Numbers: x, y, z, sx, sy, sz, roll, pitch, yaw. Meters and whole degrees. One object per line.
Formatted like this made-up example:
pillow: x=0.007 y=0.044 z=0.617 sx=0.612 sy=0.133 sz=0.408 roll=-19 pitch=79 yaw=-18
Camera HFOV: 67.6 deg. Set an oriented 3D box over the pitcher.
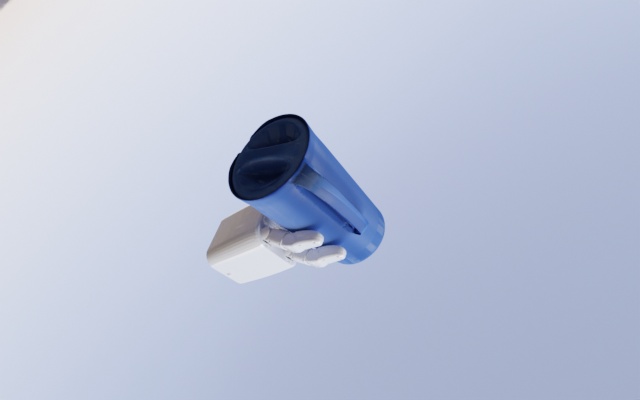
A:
pitcher: x=0.000 y=0.002 z=0.681 sx=0.145 sy=0.149 sz=0.243 roll=-23 pitch=-42 yaw=25
